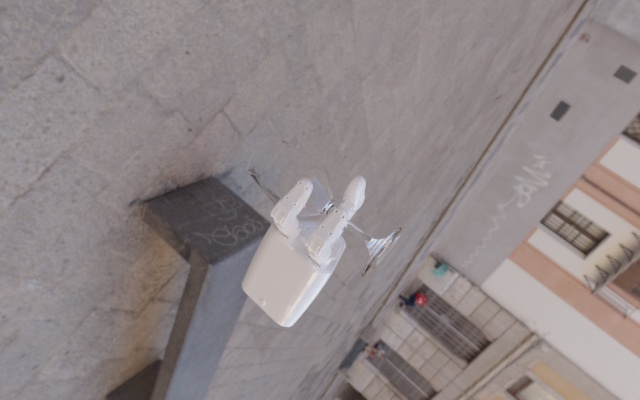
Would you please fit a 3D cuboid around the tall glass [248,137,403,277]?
[{"bbox_3d":[0.001,0.002,0.593,0.201,0.079,0.079,40,14,18],"label":"tall glass"}]
